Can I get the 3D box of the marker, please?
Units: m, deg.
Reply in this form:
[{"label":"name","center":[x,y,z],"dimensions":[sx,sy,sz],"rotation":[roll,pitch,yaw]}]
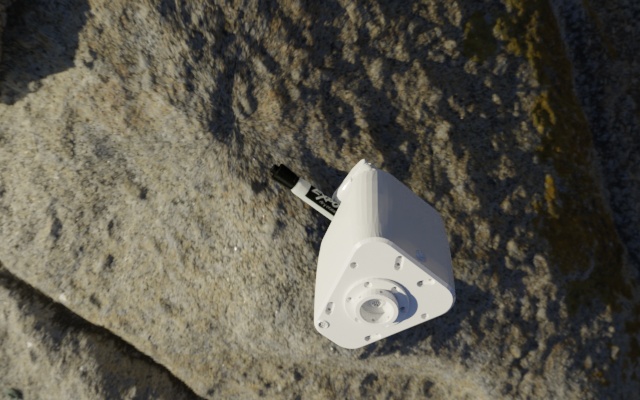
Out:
[{"label":"marker","center":[0.000,0.002,0.484],"dimensions":[0.121,0.020,0.020],"rotation":[35,-10,-14]}]
